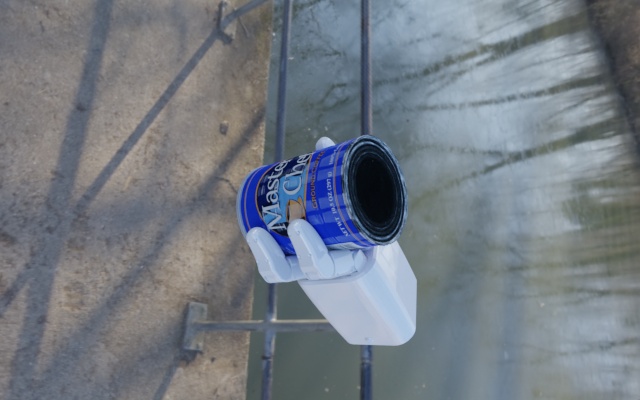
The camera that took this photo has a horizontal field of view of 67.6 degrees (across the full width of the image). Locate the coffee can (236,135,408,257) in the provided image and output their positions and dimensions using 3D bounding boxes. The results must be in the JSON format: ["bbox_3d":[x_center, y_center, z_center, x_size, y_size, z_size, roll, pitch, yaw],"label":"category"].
[{"bbox_3d":[0.000,0.001,0.477,0.140,0.103,0.103,-12,-8,39],"label":"coffee can"}]
